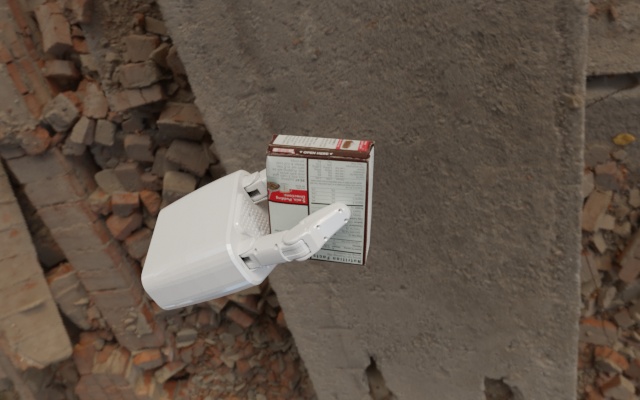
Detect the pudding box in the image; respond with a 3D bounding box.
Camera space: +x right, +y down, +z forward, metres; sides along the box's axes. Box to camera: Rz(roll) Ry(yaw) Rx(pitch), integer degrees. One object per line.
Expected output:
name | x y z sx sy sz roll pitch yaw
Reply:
pudding box | 0.000 0.001 0.424 0.090 0.114 0.039 5 34 8
